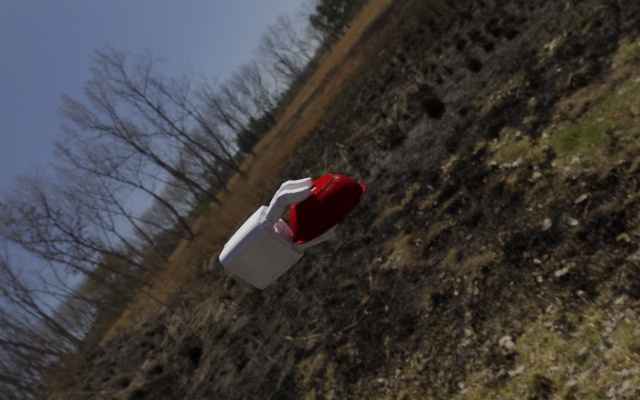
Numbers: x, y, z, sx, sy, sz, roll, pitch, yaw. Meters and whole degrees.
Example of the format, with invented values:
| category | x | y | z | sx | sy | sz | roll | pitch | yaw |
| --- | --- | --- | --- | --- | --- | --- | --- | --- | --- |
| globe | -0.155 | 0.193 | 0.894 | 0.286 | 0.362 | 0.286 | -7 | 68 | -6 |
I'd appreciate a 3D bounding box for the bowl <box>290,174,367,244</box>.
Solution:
| category | x | y | z | sx | sy | sz | roll | pitch | yaw |
| --- | --- | --- | --- | --- | --- | --- | --- | --- | --- |
| bowl | 0.001 | 0.002 | 0.834 | 0.162 | 0.055 | 0.162 | -36 | 14 | 10 |
